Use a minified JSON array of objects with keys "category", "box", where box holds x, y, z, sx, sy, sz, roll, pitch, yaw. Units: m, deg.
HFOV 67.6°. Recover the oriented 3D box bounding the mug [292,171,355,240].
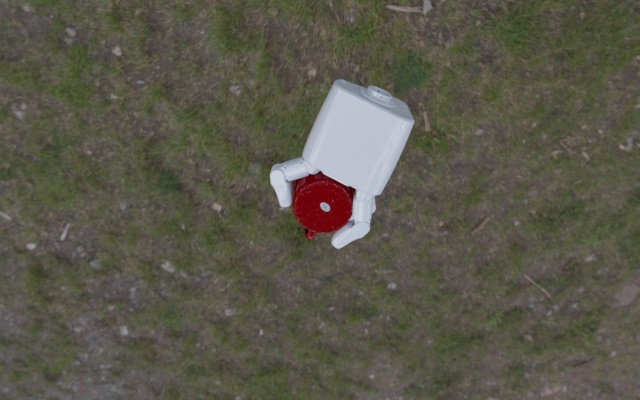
[{"category":"mug","box":[0.000,0.003,0.665,0.093,0.117,0.081,20,26,-8]}]
